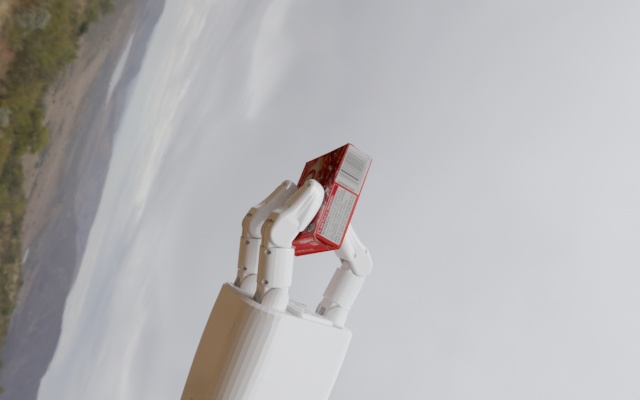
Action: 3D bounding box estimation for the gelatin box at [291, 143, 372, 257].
[{"bbox_3d":[0.001,0.001,0.409,0.030,0.089,0.073,31,-23,-23],"label":"gelatin box"}]
